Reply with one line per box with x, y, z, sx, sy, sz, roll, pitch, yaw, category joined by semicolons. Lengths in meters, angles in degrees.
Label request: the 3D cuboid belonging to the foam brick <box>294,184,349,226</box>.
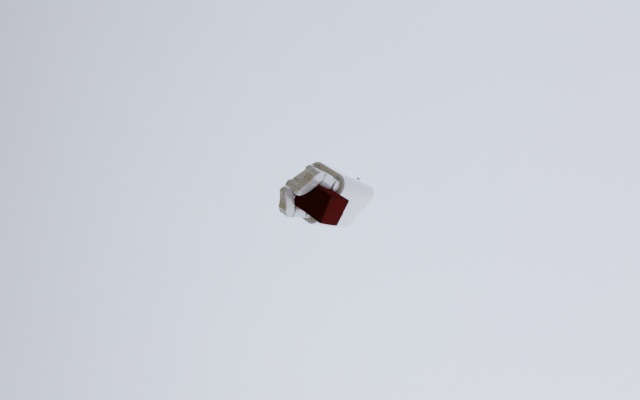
0.000;0.003;0.837;0.078;0.053;0.051;35;13;39;foam brick
